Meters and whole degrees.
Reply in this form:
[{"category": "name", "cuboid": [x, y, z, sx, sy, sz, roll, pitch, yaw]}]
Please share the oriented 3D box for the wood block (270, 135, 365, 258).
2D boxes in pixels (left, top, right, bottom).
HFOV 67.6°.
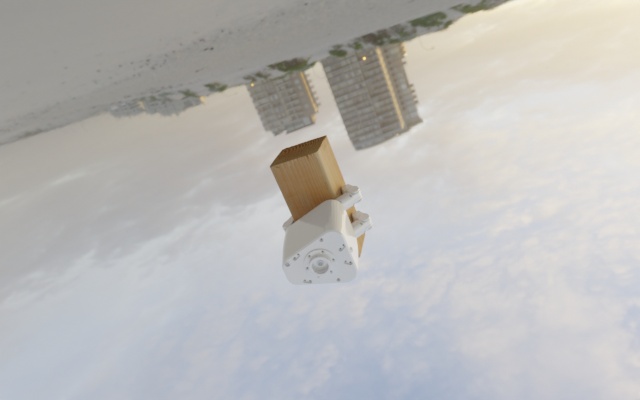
[{"category": "wood block", "cuboid": [0.000, 0.003, 0.848, 0.091, 0.206, 0.090, -15, 22, 19]}]
